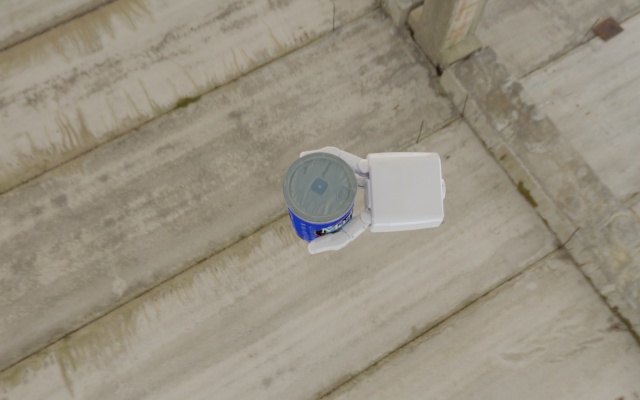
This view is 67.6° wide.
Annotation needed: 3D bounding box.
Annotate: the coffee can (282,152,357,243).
[{"bbox_3d":[0.000,0.002,0.717,0.103,0.102,0.140,0,-18,1],"label":"coffee can"}]
